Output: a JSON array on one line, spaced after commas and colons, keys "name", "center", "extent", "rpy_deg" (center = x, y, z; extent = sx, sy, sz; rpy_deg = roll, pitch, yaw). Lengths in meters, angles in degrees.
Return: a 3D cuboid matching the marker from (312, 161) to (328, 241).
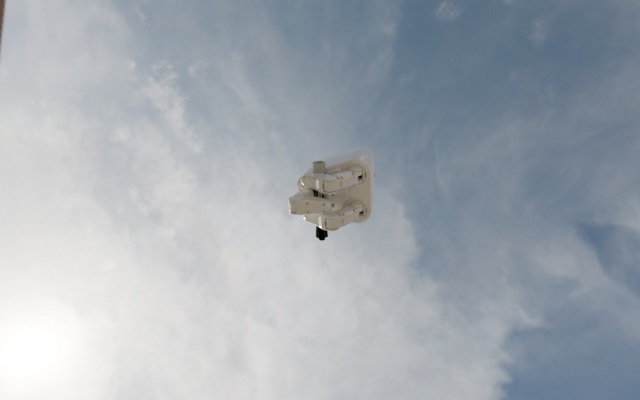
[{"name": "marker", "center": [0.000, 0.002, 0.700], "extent": [0.020, 0.121, 0.020], "rpy_deg": [-2, 20, 1]}]
